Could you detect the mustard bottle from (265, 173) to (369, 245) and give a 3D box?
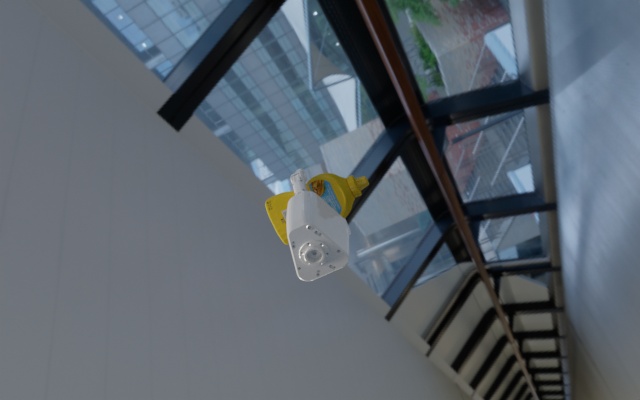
[{"bbox_3d":[0.000,0.003,0.889,0.191,0.096,0.058,-25,2,12],"label":"mustard bottle"}]
